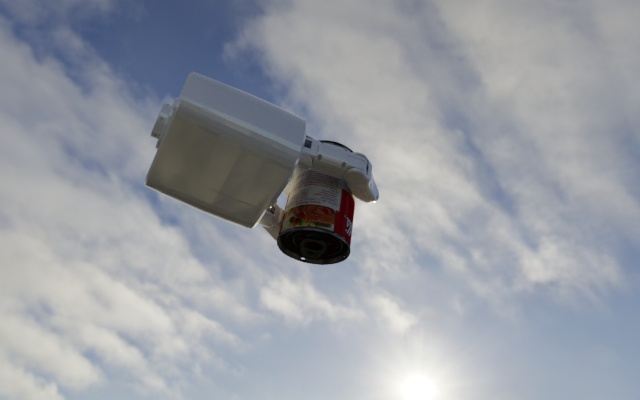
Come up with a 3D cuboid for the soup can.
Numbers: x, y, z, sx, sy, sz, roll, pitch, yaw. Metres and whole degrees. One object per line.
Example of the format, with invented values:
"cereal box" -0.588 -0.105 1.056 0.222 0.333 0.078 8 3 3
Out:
"soup can" 0.001 0.001 0.460 0.068 0.102 0.068 6 -33 4
